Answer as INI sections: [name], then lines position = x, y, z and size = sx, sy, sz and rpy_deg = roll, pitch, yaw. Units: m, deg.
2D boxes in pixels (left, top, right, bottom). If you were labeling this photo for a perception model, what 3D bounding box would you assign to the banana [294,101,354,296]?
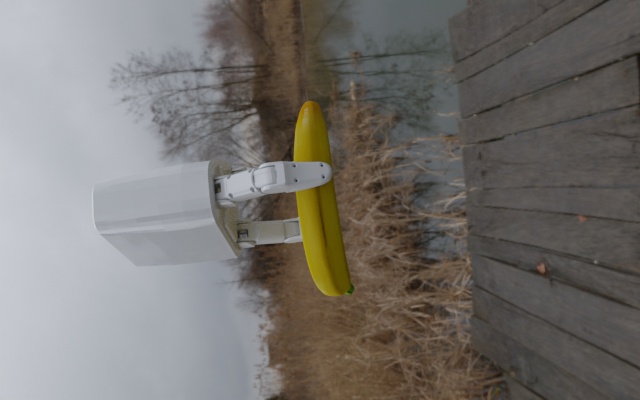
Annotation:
[banana]
position = 0.000, 0.009, 0.440
size = 0.037, 0.198, 0.069
rpy_deg = -8, 13, 5
